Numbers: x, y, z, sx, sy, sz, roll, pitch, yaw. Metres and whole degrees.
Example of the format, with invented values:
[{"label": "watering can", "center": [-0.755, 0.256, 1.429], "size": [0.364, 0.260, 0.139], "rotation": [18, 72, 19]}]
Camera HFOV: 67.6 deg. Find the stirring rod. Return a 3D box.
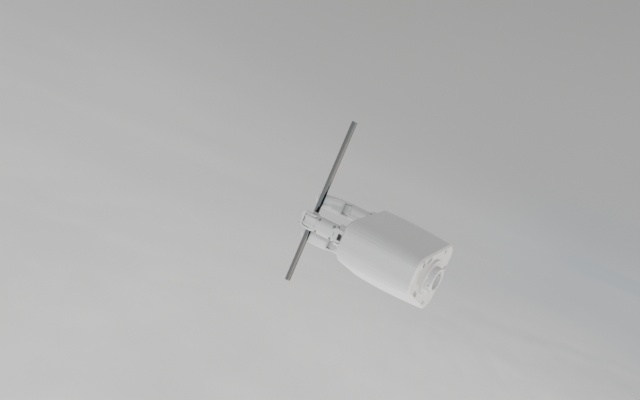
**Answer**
[{"label": "stirring rod", "center": [0.000, 0.002, 0.668], "size": [0.011, 0.239, 0.011], "rotation": [23, 5, -2]}]
